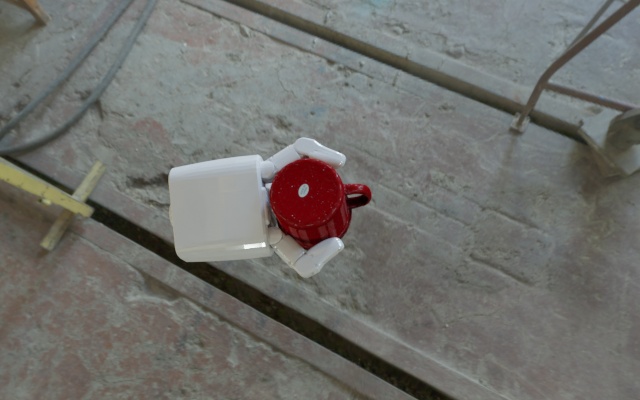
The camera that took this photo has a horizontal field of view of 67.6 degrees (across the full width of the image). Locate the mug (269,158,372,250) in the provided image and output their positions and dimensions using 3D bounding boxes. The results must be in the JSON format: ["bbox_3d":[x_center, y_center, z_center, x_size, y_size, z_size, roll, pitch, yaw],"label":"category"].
[{"bbox_3d":[0.002,0.002,0.543,0.117,0.093,0.081,-7,-19,3],"label":"mug"}]
